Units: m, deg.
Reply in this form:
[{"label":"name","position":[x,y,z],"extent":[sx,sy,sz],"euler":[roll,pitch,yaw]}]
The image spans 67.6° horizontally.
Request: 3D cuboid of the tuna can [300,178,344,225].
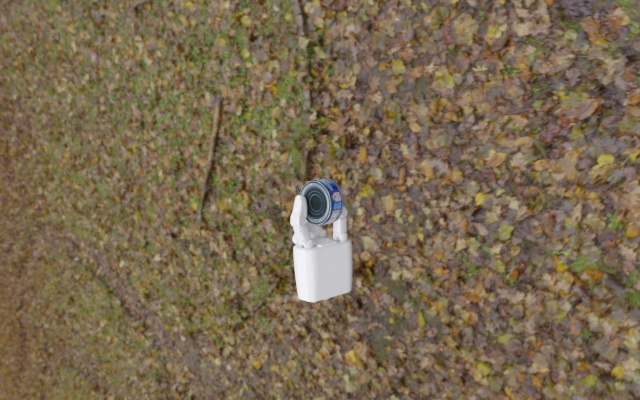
[{"label":"tuna can","position":[0.000,0.003,0.889],"extent":[0.086,0.086,0.034],"euler":[0,6,44]}]
